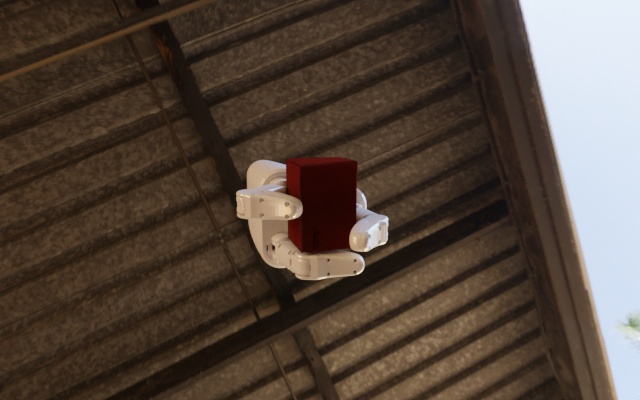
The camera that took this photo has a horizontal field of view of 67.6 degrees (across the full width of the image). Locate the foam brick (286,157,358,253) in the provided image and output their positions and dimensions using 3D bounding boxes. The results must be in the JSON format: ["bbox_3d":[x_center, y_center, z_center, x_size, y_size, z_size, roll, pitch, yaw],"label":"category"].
[{"bbox_3d":[0.000,0.001,0.424,0.053,0.078,0.051,-4,13,-16],"label":"foam brick"}]
